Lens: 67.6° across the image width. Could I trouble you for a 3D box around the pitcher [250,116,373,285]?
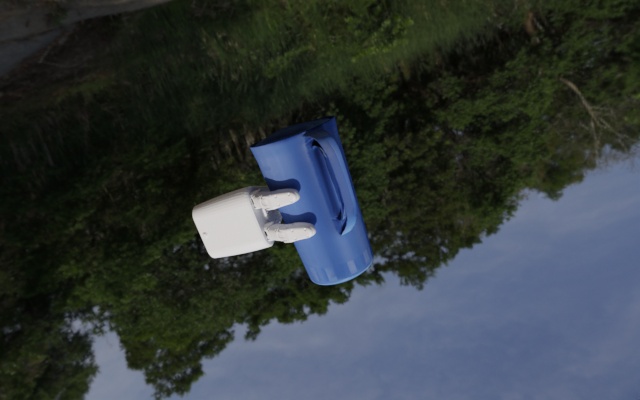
[{"bbox_3d":[0.000,0.002,0.723,0.145,0.243,0.149,-16,15,19],"label":"pitcher"}]
